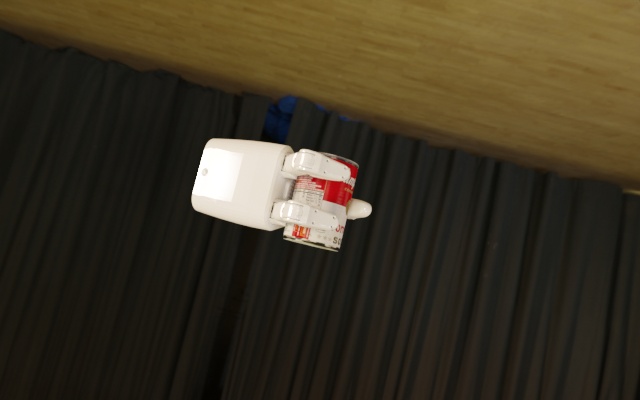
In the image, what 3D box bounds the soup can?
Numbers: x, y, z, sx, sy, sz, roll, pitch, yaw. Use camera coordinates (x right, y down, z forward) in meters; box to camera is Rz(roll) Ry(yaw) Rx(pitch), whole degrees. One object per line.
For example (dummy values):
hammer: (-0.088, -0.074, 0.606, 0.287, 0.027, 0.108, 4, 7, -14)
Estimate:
soup can: (0.001, 0.002, 0.551, 0.068, 0.102, 0.068, 13, -7, 2)
